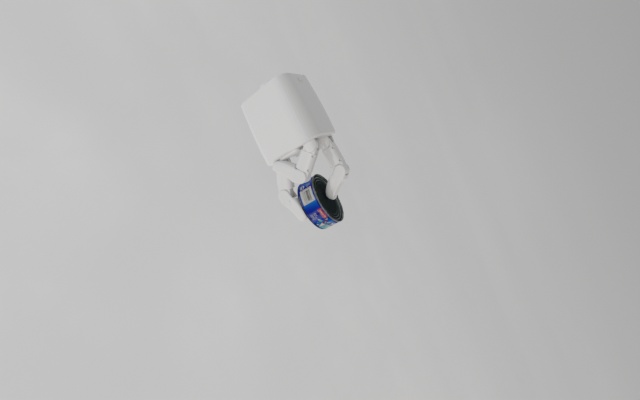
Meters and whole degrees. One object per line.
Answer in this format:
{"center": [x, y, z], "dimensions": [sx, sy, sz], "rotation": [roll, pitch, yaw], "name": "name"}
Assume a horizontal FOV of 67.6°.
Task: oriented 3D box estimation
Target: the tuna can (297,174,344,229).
{"center": [0.000, 0.003, 0.768], "dimensions": [0.034, 0.086, 0.086], "rotation": [-29, -12, 21], "name": "tuna can"}
